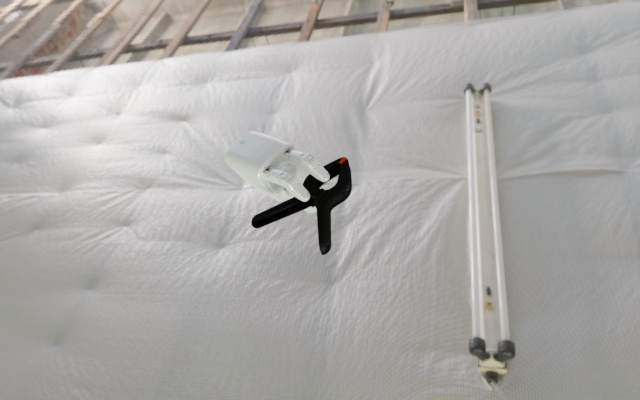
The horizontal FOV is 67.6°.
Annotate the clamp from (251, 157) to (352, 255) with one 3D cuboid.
[{"bbox_3d":[0.000,0.003,0.848,0.164,0.036,0.210,26,59,35],"label":"clamp"}]
